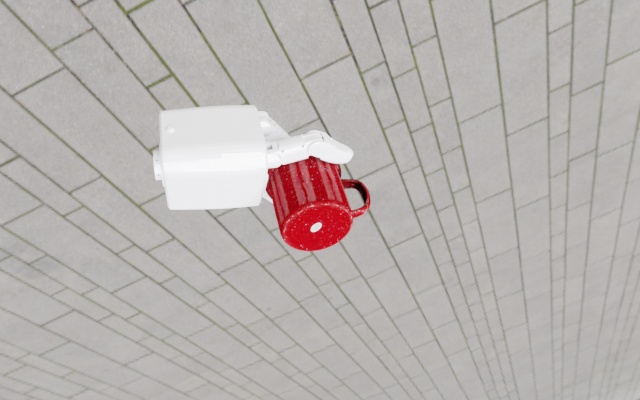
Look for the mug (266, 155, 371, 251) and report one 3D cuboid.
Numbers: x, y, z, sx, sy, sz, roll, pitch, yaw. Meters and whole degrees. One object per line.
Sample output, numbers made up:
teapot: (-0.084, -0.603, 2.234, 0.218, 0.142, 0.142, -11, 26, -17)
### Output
mug: (0.002, 0.002, 0.541, 0.117, 0.081, 0.093, -4, -44, -15)
